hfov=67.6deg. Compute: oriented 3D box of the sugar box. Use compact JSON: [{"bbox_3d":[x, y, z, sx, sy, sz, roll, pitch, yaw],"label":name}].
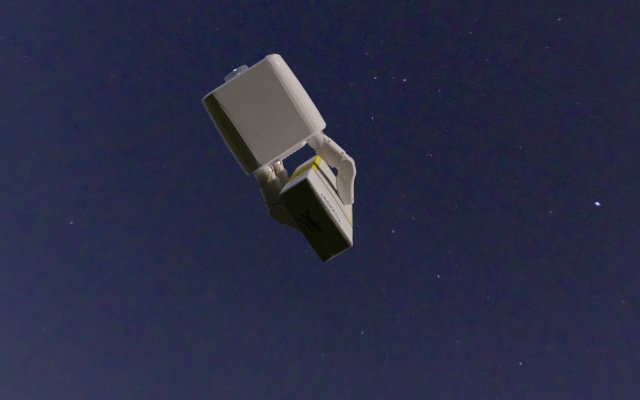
[{"bbox_3d":[0.000,0.002,0.594,0.048,0.093,0.176,-32,9,13],"label":"sugar box"}]
